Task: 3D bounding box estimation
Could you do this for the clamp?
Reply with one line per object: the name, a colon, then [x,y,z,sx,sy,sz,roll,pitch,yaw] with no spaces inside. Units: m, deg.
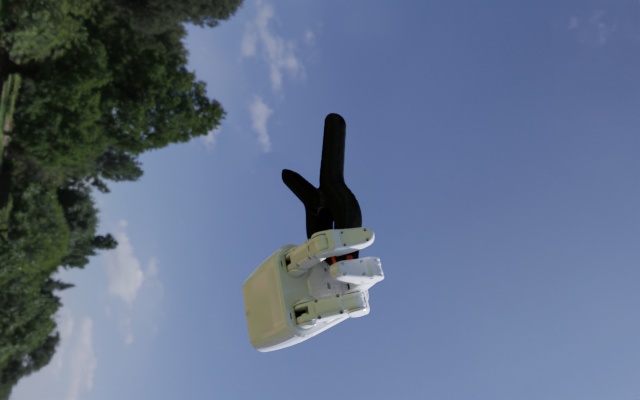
clamp: [0.001,0.002,0.534,0.039,0.171,0.120,7,-28,-28]
